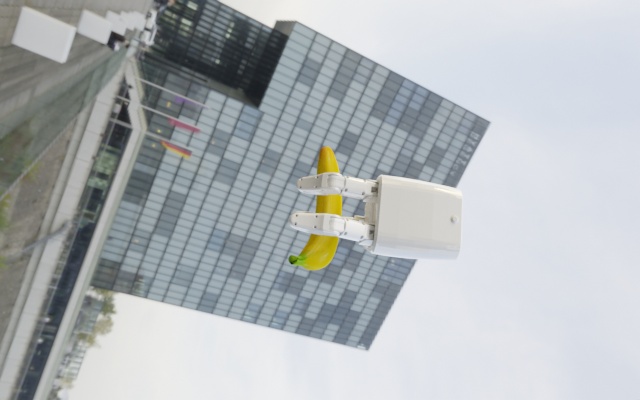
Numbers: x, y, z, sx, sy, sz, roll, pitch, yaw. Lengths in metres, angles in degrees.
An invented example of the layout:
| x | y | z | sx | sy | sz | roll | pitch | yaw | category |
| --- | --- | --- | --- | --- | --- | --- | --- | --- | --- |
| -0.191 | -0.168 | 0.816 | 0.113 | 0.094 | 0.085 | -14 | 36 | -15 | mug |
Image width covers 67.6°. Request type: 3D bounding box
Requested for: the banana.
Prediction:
| x | y | z | sx | sy | sz | roll | pitch | yaw | category |
| --- | --- | --- | --- | --- | --- | --- | --- | --- | --- |
| 0.005 | 0.017 | 0.618 | 0.037 | 0.197 | 0.070 | -4 | -43 | 18 | banana |
